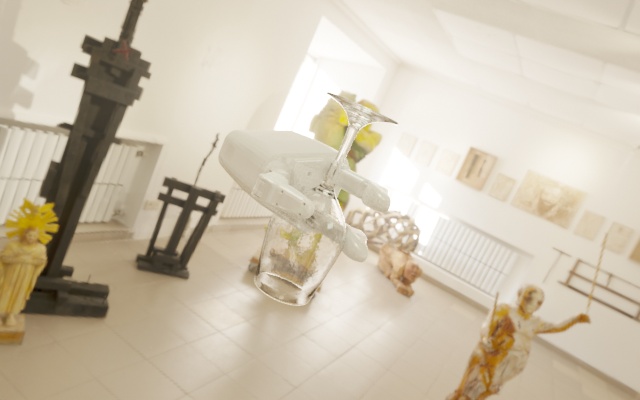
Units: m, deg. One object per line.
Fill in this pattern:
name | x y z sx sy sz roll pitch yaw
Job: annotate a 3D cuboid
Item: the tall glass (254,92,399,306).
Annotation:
tall glass | 0.000 0.001 0.470 0.079 0.201 0.079 23 11 -5
